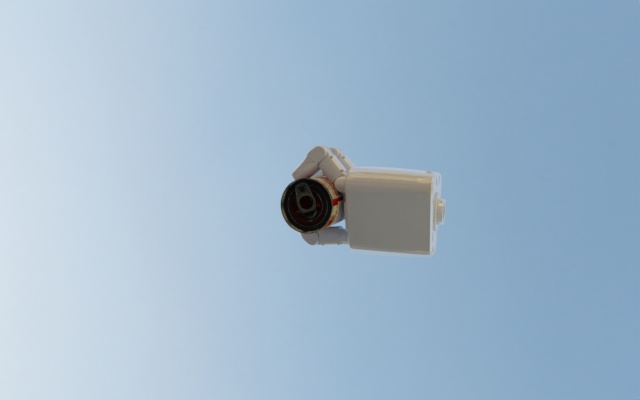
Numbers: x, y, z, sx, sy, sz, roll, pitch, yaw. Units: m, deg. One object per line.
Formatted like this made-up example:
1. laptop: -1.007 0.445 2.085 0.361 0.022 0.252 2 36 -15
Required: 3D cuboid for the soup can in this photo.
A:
1. soup can: 0.000 0.002 0.620 0.068 0.068 0.102 0 5 21
